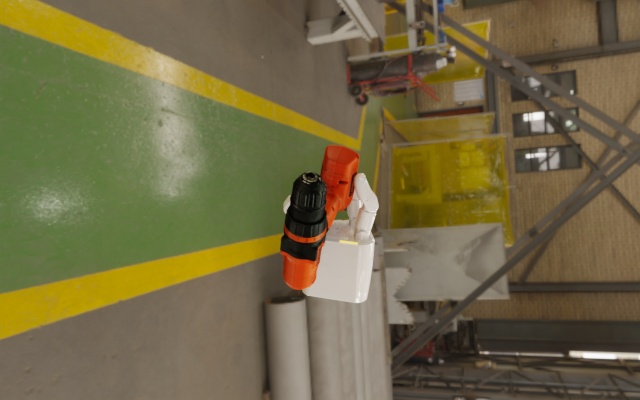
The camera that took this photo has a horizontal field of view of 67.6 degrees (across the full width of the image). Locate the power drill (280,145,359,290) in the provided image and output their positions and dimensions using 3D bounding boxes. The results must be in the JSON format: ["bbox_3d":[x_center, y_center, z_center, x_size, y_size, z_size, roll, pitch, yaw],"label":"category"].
[{"bbox_3d":[0.000,0.002,0.649,0.057,0.185,0.187,19,41,10],"label":"power drill"}]
